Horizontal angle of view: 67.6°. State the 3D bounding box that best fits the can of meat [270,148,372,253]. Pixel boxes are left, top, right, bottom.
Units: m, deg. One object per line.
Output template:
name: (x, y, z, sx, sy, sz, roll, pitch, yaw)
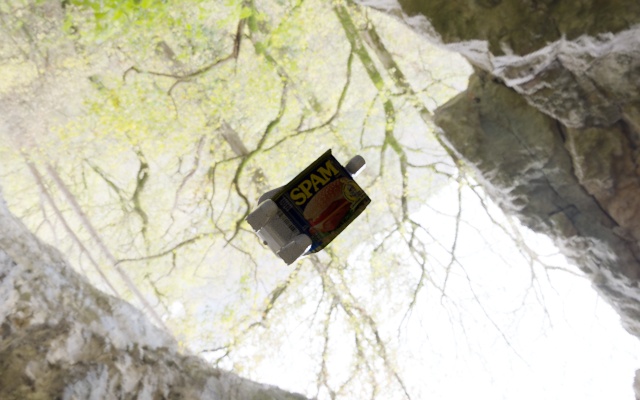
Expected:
can of meat: (0.000, 0.002, 0.573, 0.102, 0.084, 0.057, -41, 1, -24)
